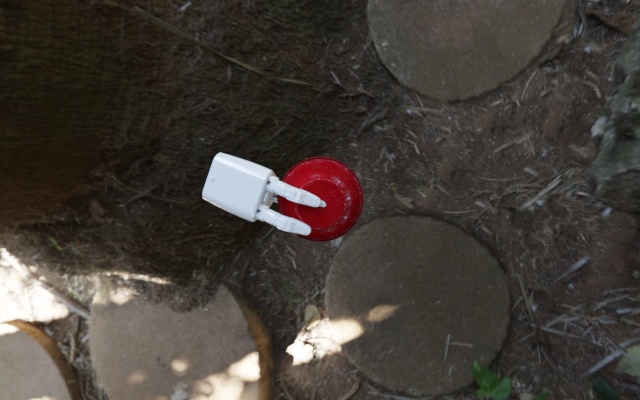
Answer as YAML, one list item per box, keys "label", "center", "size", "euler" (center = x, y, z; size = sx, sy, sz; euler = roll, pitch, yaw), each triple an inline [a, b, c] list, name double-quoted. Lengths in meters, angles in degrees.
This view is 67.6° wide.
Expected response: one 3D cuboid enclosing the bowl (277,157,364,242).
- label: "bowl"
  center: [0.001, 0.003, 0.869]
  size: [0.162, 0.162, 0.055]
  euler: [0, 9, -1]
